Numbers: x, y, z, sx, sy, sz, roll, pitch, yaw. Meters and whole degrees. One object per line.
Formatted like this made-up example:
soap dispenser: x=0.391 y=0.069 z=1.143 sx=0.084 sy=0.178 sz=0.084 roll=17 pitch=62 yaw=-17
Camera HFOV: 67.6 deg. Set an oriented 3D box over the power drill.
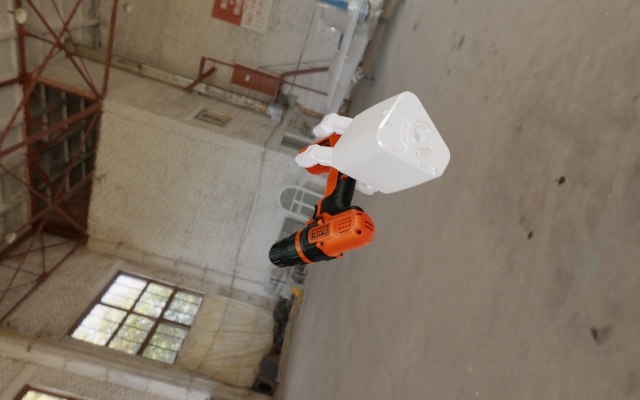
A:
power drill: x=0.000 y=0.002 z=0.710 sx=0.184 sy=0.187 sz=0.057 roll=-20 pitch=-36 yaw=36
